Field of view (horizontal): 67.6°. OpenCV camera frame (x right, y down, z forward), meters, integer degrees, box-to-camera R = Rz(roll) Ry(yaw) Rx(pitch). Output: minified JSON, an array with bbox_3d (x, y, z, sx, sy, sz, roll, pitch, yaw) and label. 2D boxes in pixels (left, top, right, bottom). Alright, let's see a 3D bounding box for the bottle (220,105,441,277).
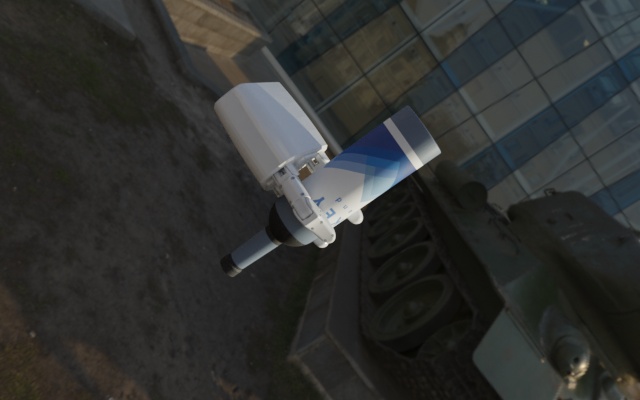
[{"bbox_3d":[0.000,0.002,0.571,0.296,0.069,0.069,-35,-8,12],"label":"bottle"}]
